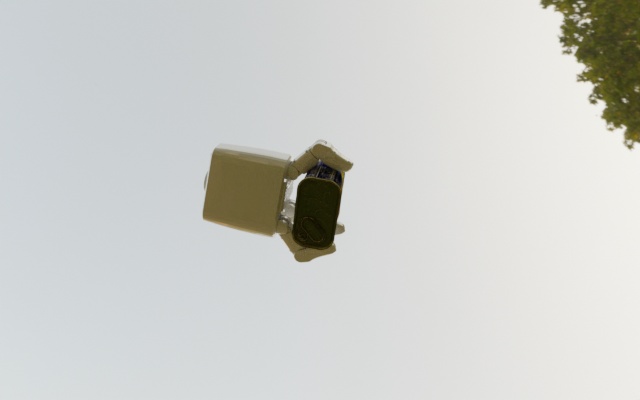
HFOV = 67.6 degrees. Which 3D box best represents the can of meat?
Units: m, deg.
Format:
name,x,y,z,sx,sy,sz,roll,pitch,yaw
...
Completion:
name,x,y,z,sx,sy,sz,roll,pitch,yaw
can of meat,0.000,0.002,0.653,0.057,0.102,0.084,10,25,5
